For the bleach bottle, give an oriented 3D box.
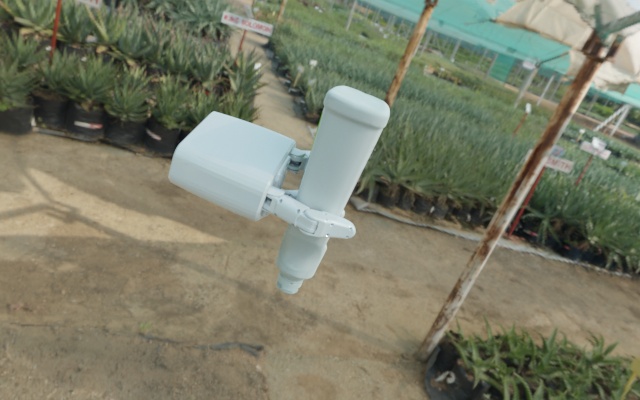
[{"bbox_3d":[0.000,0.002,0.541,0.068,0.251,0.102,22,21,2],"label":"bleach bottle"}]
